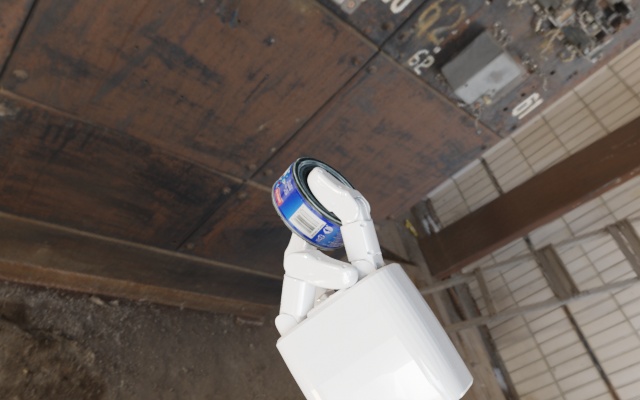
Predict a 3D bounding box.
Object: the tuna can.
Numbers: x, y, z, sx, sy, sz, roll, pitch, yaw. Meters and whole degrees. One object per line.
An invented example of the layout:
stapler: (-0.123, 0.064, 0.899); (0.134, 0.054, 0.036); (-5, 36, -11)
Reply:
tuna can: (0.000, 0.001, 0.433); (0.086, 0.086, 0.034); (0, -40, -51)
